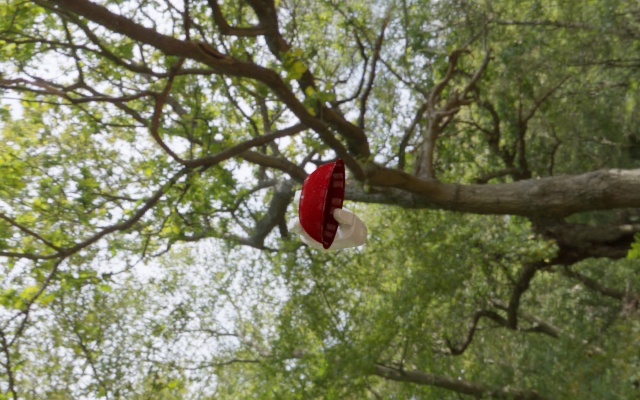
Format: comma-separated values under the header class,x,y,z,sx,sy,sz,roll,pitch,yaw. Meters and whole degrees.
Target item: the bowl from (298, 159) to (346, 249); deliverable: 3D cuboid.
class,x,y,z,sx,sy,sz,roll,pitch,yaw
bowl,0.000,0.002,0.844,0.055,0.162,0.162,9,2,12
